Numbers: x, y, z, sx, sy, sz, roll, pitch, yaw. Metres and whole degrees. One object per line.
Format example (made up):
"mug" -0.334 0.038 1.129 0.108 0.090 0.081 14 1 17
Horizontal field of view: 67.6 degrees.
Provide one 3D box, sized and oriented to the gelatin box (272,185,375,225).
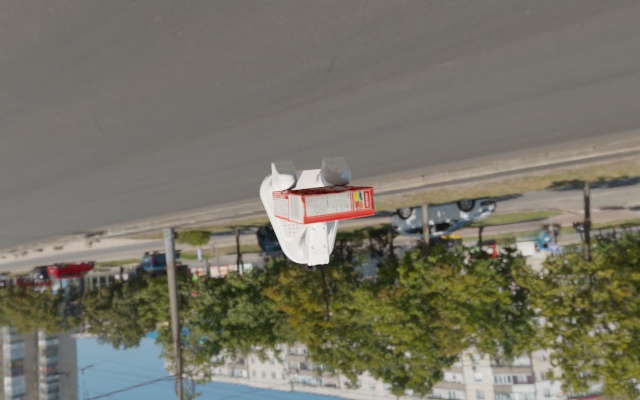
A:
"gelatin box" 0.000 0.002 0.469 0.073 0.030 0.089 -6 5 -22
